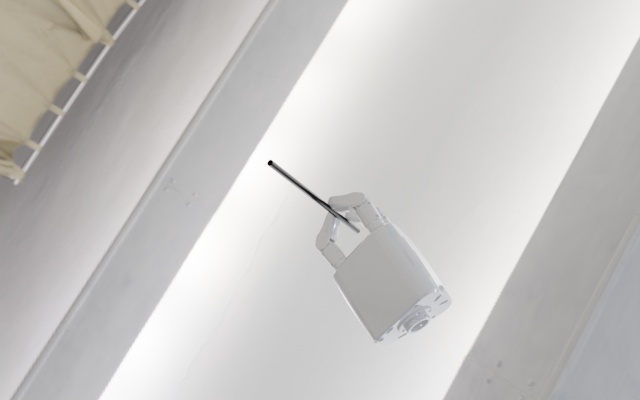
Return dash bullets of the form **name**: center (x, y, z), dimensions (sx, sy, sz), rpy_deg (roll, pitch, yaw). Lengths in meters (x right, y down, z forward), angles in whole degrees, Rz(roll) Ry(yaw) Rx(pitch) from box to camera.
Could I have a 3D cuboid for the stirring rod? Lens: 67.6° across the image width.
- **stirring rod**: center (0.000, 0.002, 0.631), dimensions (0.011, 0.011, 0.240), rpy_deg (0, -22, 30)
